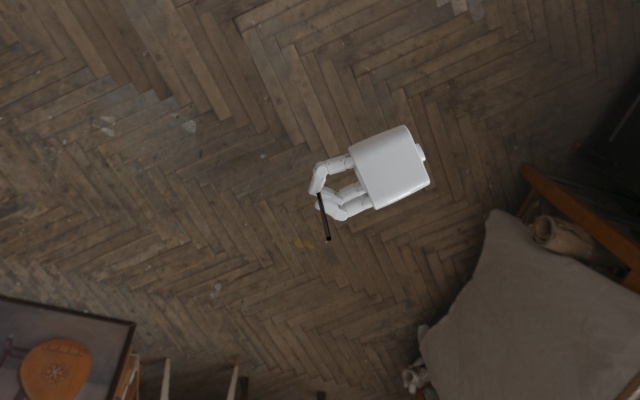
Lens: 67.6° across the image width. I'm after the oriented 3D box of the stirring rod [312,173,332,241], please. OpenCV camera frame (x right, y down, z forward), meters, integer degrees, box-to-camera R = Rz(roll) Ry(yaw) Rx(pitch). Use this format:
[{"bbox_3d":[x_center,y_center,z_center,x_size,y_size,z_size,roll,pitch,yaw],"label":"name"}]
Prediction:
[{"bbox_3d":[0.000,0.003,0.806,0.011,0.011,0.239,0,26,-6],"label":"stirring rod"}]
